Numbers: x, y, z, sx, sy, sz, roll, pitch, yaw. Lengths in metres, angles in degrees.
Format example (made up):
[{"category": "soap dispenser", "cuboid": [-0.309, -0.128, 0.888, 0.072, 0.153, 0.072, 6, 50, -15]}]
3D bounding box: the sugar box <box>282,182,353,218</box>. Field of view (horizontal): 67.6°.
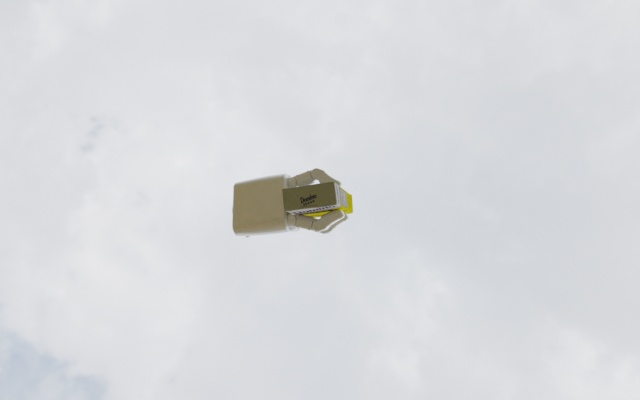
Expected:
[{"category": "sugar box", "cuboid": [0.000, 0.003, 0.870, 0.093, 0.048, 0.176, -8, -5, 13]}]
